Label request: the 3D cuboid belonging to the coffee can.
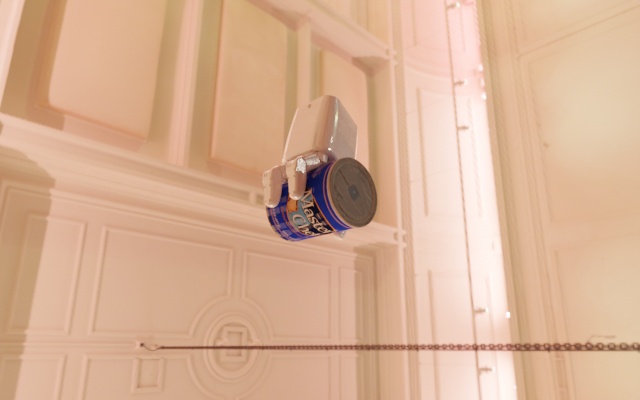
[{"bbox_3d":[0.000,0.003,0.726,0.140,0.103,0.103,-17,-11,43],"label":"coffee can"}]
